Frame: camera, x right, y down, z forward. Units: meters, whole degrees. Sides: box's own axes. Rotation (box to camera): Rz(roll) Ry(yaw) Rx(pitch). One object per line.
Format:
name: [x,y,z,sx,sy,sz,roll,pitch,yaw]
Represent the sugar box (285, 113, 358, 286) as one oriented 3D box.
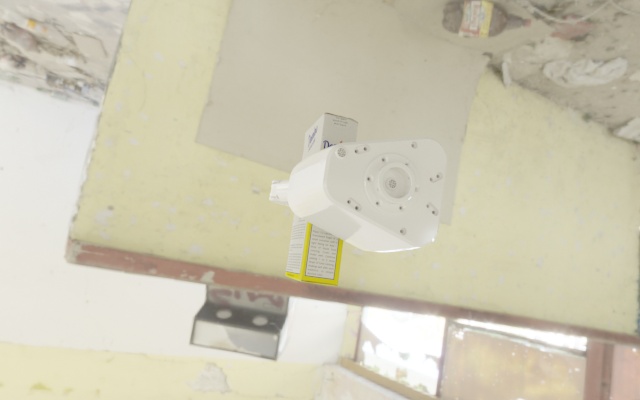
sugar box: [0.001,0.002,0.528,0.048,0.176,0.093,12,-8,-14]
